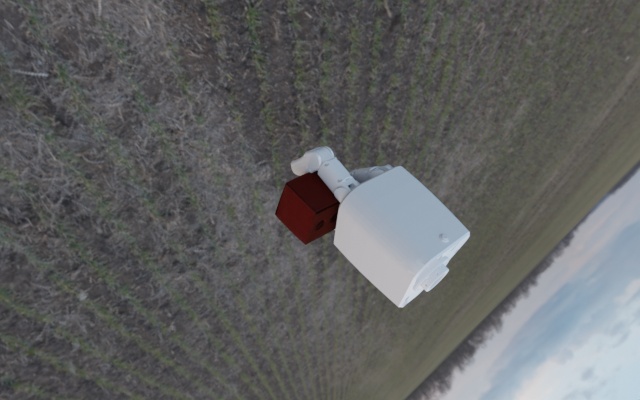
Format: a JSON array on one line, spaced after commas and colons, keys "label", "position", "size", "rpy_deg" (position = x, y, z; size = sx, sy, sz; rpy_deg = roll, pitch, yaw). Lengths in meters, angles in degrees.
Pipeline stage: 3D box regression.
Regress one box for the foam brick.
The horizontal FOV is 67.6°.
[{"label": "foam brick", "position": [0.000, 0.002, 0.521], "size": [0.078, 0.051, 0.053], "rpy_deg": [-26, -28, -37]}]
